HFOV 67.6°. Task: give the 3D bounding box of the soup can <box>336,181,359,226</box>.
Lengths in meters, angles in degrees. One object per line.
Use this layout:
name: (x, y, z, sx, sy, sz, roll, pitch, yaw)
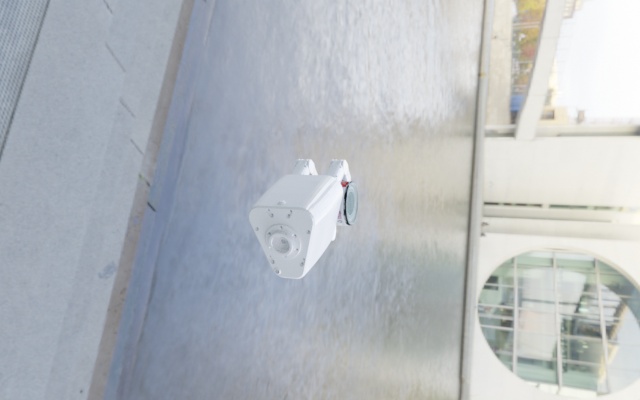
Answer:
soup can: (0.001, 0.002, 0.724, 0.102, 0.068, 0.068, 2, 1, 20)
